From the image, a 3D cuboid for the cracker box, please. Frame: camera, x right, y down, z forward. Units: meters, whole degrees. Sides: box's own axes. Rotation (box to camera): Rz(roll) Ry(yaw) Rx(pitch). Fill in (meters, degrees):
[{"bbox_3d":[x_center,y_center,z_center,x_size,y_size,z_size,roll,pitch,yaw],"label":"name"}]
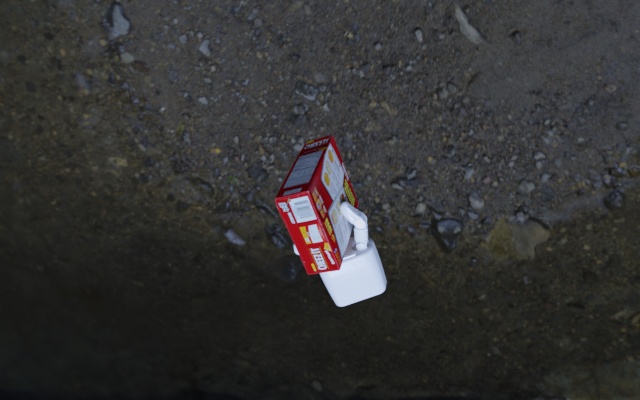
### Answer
[{"bbox_3d":[0.000,0.003,0.873,0.072,0.164,0.213,-11,29,20],"label":"cracker box"}]
